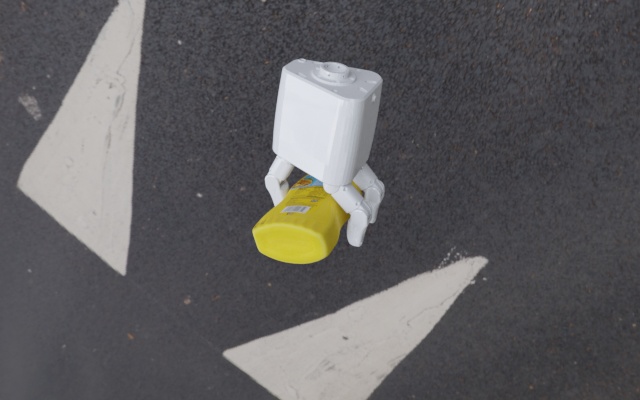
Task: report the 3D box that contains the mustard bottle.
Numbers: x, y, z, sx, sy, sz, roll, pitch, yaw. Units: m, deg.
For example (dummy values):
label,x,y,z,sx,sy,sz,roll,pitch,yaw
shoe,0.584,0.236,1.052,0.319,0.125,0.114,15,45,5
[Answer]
label,x,y,z,sx,sy,sz,roll,pitch,yaw
mustard bottle,0.000,0.002,0.609,0.096,0.058,0.191,0,30,27
